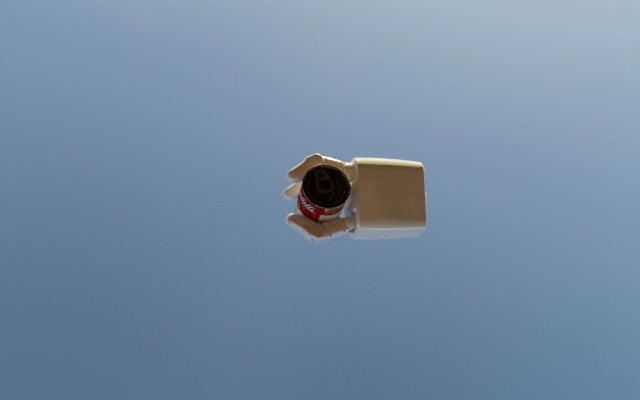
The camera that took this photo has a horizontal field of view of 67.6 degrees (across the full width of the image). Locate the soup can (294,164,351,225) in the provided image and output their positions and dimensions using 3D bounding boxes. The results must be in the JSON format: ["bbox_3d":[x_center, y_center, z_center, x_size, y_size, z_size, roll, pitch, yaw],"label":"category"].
[{"bbox_3d":[0.000,0.002,0.693,0.068,0.068,0.102,0,-26,-11],"label":"soup can"}]
